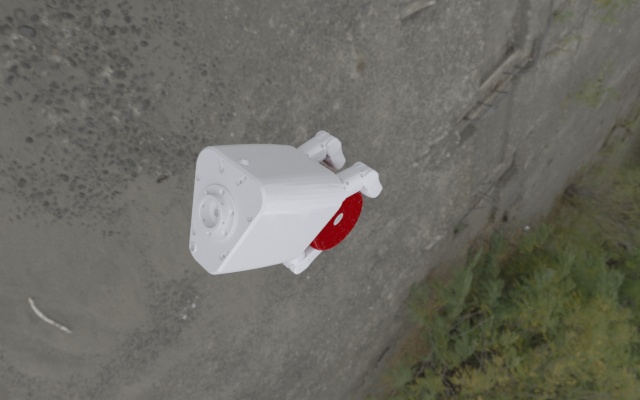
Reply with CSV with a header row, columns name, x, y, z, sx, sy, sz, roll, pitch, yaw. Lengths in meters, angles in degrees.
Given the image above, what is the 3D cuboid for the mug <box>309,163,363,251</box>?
name,x,y,z,sx,sy,sz,roll,pitch,yaw
mug,0.001,0.002,0.546,0.081,0.093,0.117,35,24,31
